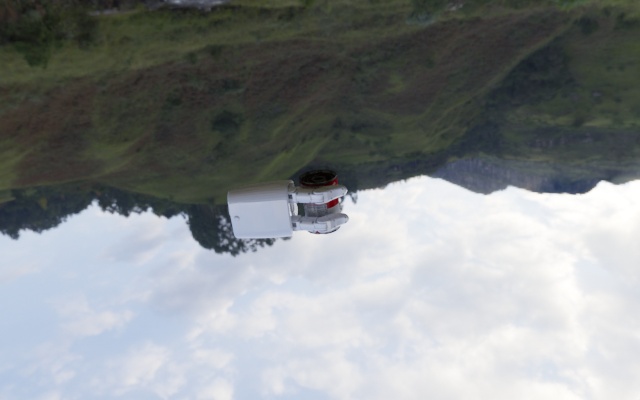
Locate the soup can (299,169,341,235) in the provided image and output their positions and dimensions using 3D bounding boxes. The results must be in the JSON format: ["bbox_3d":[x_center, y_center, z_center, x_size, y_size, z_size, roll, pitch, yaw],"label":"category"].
[{"bbox_3d":[0.001,0.003,0.868,0.068,0.102,0.068,-5,23,2],"label":"soup can"}]
